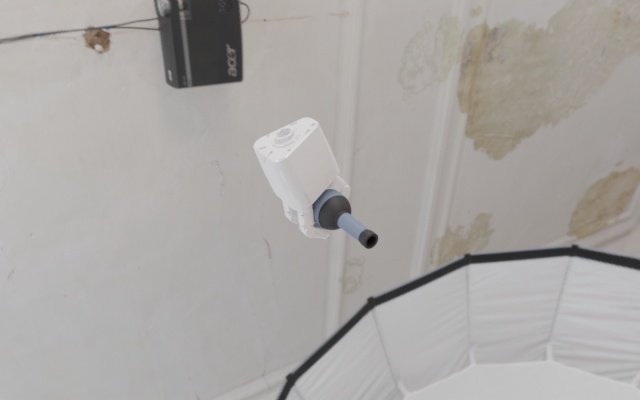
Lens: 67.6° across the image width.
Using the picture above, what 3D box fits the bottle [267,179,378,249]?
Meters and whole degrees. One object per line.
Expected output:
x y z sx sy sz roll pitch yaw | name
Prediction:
0.000 0.003 0.844 0.069 0.069 0.295 0 24 -36 | bottle
